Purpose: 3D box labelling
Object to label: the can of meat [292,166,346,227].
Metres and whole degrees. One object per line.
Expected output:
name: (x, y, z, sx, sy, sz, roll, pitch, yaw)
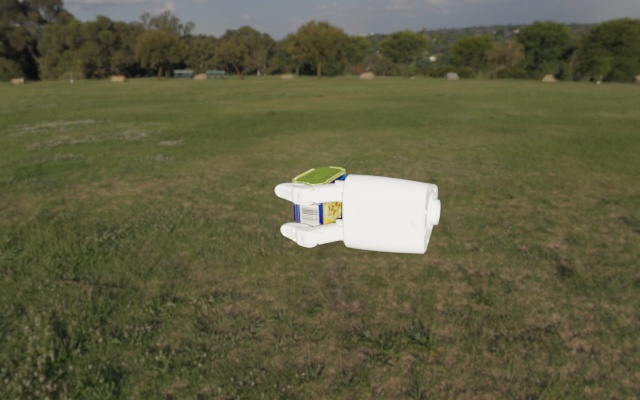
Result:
can of meat: (0.000, 0.002, 0.684, 0.057, 0.084, 0.102, 7, 19, 24)
